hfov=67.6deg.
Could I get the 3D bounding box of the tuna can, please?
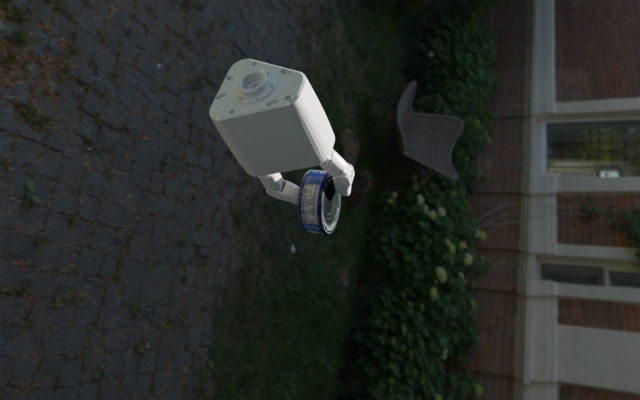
[{"bbox_3d":[0.001,0.002,0.642,0.034,0.086,0.086,5,1,19],"label":"tuna can"}]
